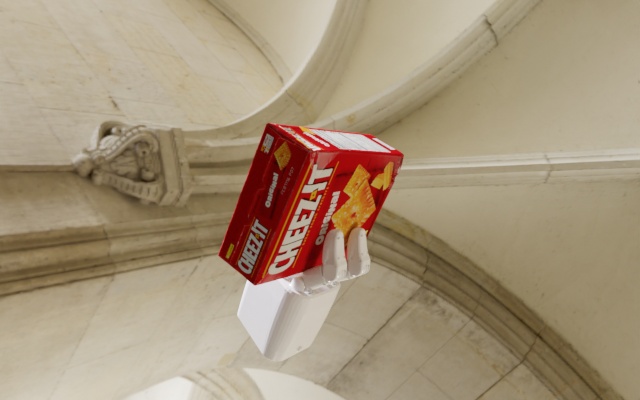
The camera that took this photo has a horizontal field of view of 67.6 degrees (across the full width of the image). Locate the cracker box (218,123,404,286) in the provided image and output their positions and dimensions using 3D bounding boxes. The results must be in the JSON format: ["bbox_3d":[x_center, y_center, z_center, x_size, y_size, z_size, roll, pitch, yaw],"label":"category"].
[{"bbox_3d":[0.000,0.002,0.575,0.072,0.164,0.213,34,21,29],"label":"cracker box"}]
